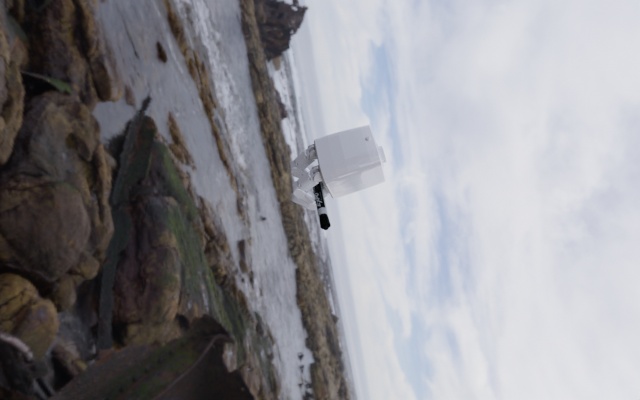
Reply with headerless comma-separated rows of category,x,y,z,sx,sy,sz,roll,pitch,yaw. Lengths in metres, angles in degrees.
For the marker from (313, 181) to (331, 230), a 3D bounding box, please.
marker,0.000,0.003,0.868,0.020,0.121,0.020,-7,-38,-6
